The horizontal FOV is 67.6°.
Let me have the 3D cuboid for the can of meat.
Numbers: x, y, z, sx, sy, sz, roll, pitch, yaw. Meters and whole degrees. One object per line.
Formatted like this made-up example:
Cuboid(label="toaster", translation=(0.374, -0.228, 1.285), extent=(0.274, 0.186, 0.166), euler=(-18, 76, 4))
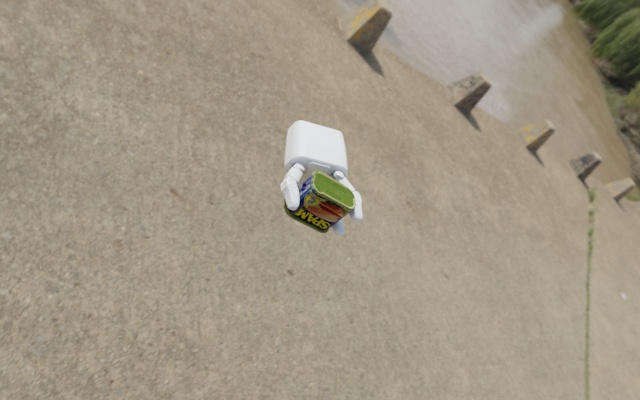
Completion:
Cuboid(label="can of meat", translation=(0.000, 0.003, 0.851), extent=(0.102, 0.057, 0.084), euler=(28, -49, -27))
